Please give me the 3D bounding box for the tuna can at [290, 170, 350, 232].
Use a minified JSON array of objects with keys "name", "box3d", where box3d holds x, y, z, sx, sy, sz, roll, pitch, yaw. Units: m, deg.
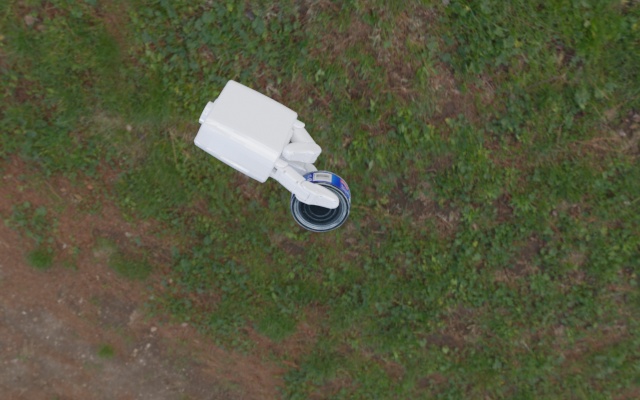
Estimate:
[{"name":"tuna can","box3d":[0.000,0.003,0.680,0.086,0.086,0.033,0,33,3]}]
